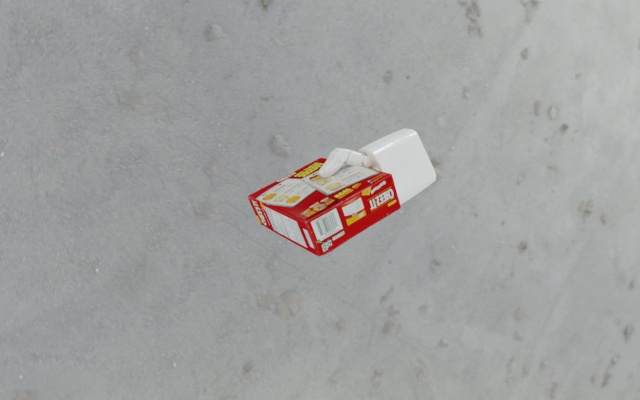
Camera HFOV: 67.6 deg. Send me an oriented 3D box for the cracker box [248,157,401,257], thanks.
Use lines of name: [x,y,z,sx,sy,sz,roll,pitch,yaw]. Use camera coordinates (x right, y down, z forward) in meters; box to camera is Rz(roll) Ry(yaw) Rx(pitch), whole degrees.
cracker box: [0.000,0.002,0.793,0.164,0.072,0.213,-29,24,-23]
